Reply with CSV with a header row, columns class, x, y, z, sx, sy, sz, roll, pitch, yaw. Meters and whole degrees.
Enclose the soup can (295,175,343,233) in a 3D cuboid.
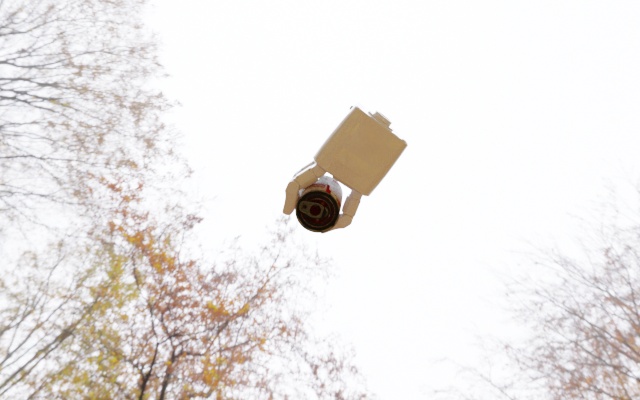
class,x,y,z,sx,sy,sz,roll,pitch,yaw
soup can,0.000,0.003,0.763,0.068,0.068,0.102,0,17,6
